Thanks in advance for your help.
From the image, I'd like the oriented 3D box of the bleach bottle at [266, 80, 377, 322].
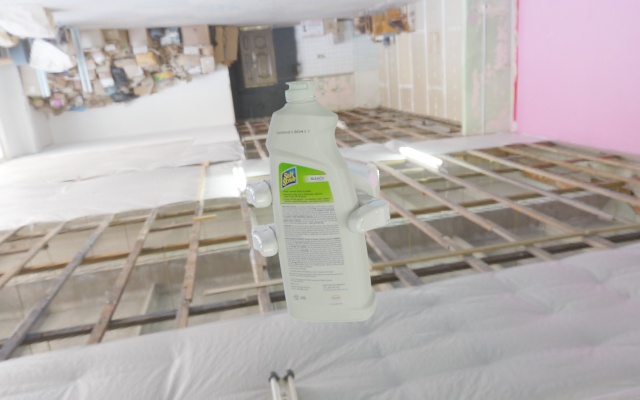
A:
[{"bbox_3d":[0.000,0.002,0.505,0.102,0.251,0.068,-2,16,12],"label":"bleach bottle"}]
